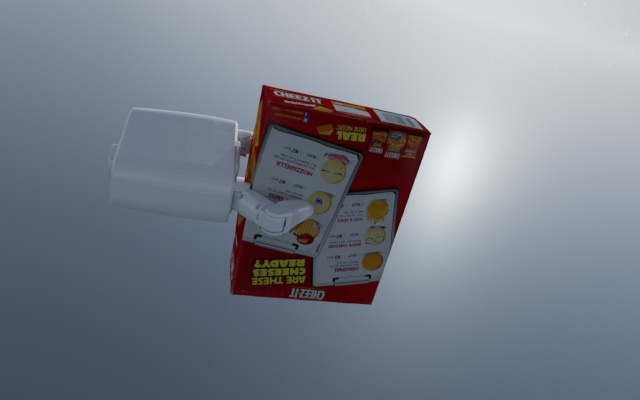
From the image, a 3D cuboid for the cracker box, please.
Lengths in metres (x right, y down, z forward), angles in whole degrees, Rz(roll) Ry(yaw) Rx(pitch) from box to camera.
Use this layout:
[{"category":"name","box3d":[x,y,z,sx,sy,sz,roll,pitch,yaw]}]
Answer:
[{"category":"cracker box","box3d":[0.000,0.002,0.508,0.164,0.214,0.072,8,26,-15]}]
